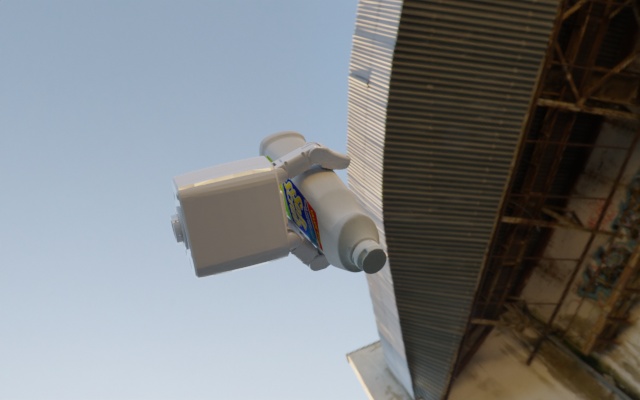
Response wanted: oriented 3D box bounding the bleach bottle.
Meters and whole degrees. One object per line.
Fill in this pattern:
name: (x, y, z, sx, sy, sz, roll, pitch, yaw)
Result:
bleach bottle: (0.000, 0.002, 0.565, 0.068, 0.103, 0.250, -15, 30, -20)
